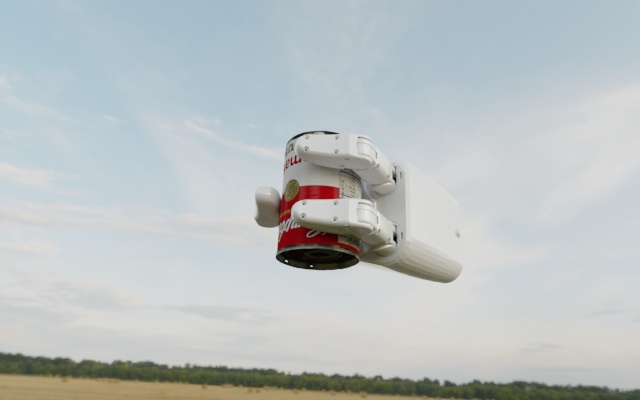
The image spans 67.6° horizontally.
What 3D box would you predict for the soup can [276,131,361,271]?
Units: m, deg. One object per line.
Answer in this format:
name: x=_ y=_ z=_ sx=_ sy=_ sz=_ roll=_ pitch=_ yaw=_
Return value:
soup can: x=0.000 y=0.001 z=0.403 sx=0.068 sy=0.102 sz=0.068 roll=2 pitch=-22 yaw=1
